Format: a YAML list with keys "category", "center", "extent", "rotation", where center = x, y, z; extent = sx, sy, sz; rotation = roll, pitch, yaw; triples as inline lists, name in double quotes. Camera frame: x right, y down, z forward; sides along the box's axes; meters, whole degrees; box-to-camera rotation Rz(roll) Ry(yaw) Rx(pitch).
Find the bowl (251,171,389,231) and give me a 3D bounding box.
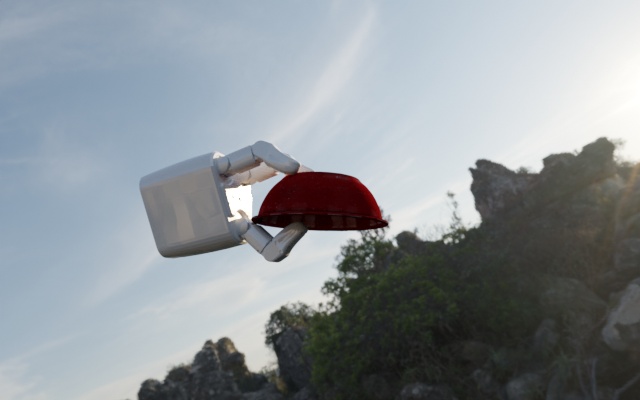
- category: "bowl"
  center: [0.001, 0.001, 0.567]
  extent: [0.162, 0.055, 0.162]
  rotation: [2, -9, 0]
